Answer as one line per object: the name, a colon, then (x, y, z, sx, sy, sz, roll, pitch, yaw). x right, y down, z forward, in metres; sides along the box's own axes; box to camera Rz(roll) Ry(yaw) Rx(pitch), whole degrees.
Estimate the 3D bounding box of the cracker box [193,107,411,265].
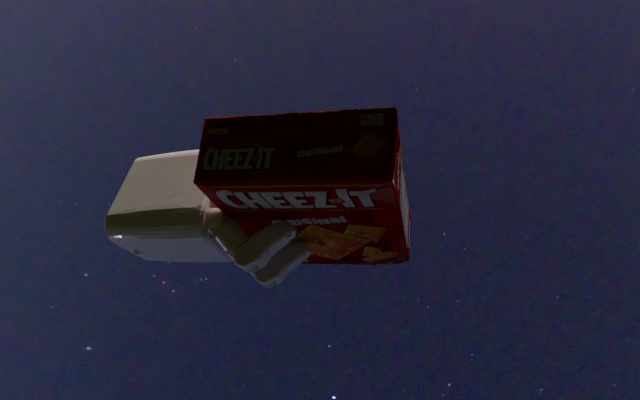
cracker box: (0.000, 0.001, 0.466, 0.164, 0.072, 0.214, -1, -24, 13)
